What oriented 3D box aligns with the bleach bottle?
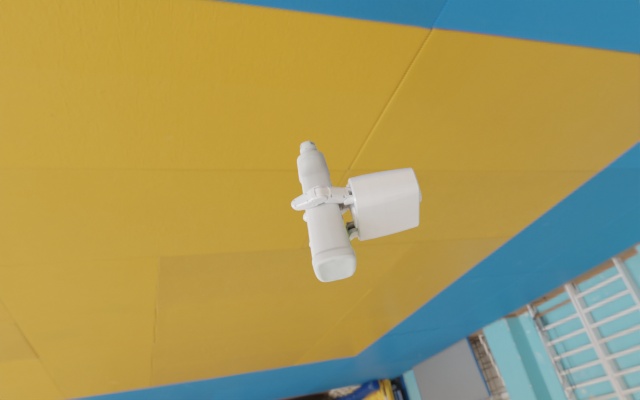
[{"bbox_3d":[0.000,0.003,0.803,0.068,0.250,0.103,-12,-29,-2],"label":"bleach bottle"}]
